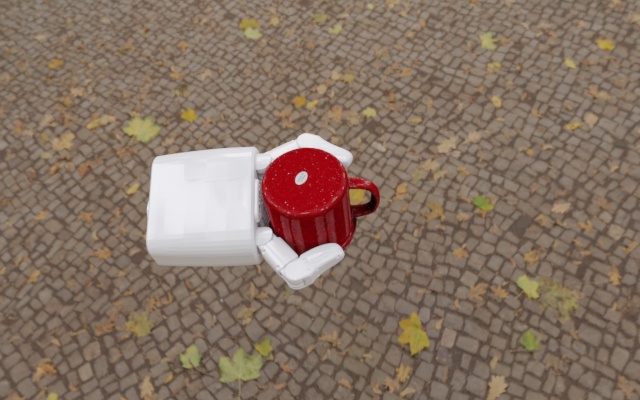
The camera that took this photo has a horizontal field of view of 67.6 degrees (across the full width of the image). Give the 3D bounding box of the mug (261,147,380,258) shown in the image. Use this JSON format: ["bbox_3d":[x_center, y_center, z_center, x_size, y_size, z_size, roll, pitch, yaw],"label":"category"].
[{"bbox_3d":[0.001,0.001,0.470,0.117,0.093,0.082,-4,-34,3],"label":"mug"}]
